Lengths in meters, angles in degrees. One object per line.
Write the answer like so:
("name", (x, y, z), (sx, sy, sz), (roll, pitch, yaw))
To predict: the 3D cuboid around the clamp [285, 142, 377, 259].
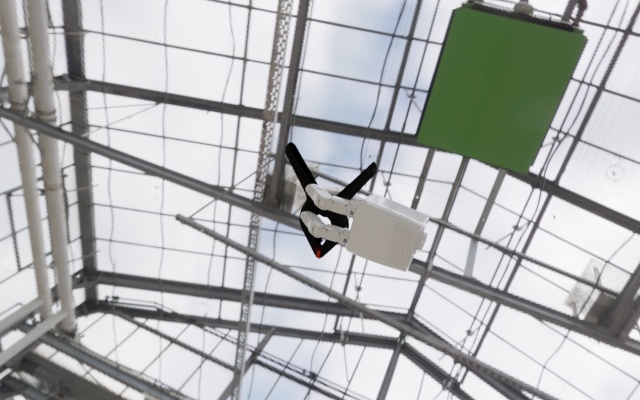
("clamp", (0.001, 0.003, 0.835), (0.164, 0.210, 0.036), (23, 30, 19))
